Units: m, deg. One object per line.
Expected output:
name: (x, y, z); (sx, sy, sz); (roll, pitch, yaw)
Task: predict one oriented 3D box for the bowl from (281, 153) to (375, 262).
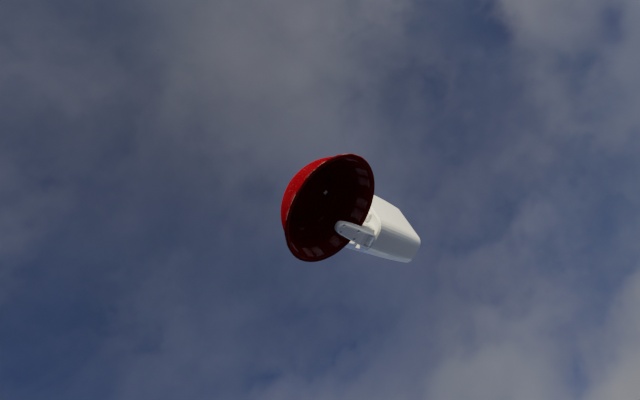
bowl: (-0.001, 0.001, 0.658); (0.162, 0.162, 0.055); (0, 25, -46)
